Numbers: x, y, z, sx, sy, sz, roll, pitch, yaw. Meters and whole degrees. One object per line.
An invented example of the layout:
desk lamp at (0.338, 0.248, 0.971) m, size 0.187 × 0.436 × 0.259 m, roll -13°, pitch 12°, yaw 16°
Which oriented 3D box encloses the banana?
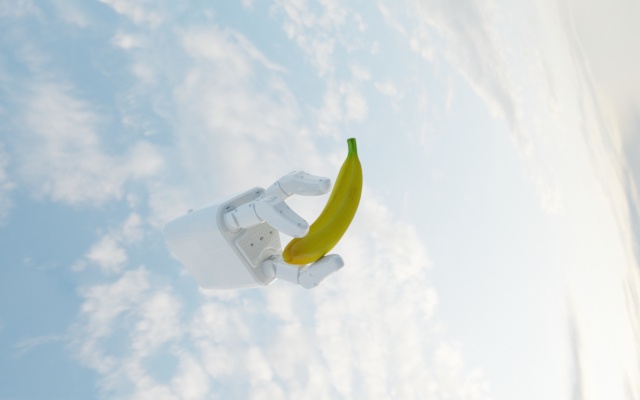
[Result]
banana at (0.010, 0.013, 0.553) m, size 0.037 × 0.070 × 0.197 m, roll -10°, pitch 38°, yaw 36°
